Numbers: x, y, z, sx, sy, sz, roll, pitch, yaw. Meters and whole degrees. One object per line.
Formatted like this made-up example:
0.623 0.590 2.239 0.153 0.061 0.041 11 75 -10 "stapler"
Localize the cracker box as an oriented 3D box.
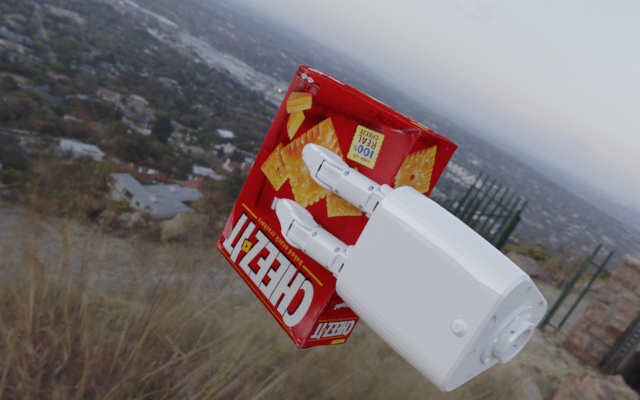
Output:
0.000 0.001 0.450 0.072 0.214 0.164 11 22 -47 "cracker box"
